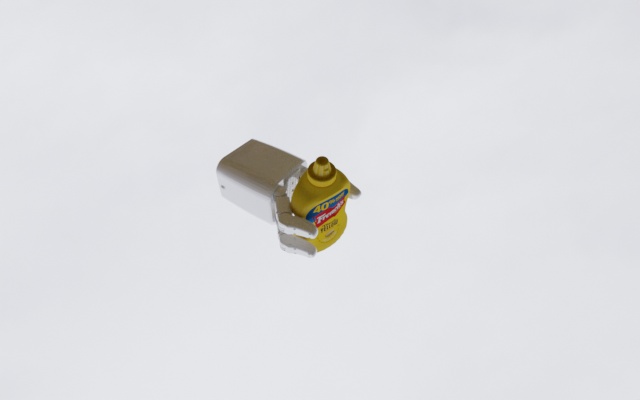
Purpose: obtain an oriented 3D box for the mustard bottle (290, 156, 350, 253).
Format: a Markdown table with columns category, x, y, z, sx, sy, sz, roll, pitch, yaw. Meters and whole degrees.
| category | x | y | z | sx | sy | sz | roll | pitch | yaw |
| --- | --- | --- | --- | --- | --- | --- | --- | --- | --- |
| mustard bottle | 0.000 | 0.003 | 0.718 | 0.096 | 0.058 | 0.192 | -29 | -31 | -21 |
